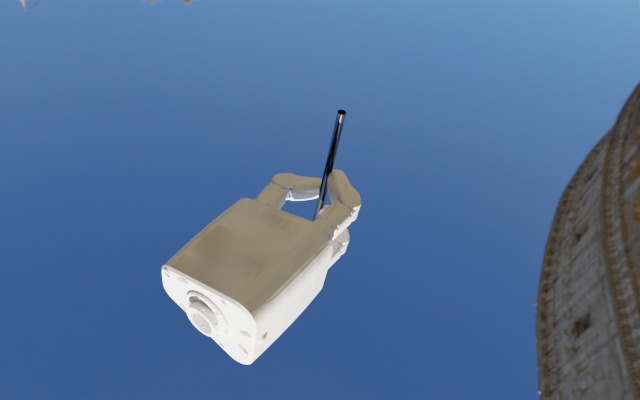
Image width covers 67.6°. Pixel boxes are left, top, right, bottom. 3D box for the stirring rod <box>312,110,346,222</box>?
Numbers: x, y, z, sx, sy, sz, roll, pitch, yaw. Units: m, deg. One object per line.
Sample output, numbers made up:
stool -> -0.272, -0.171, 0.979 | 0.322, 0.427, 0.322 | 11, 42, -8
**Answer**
stirring rod -> 0.000, 0.002, 0.521 | 0.011, 0.011, 0.240 | 0, -43, -13
